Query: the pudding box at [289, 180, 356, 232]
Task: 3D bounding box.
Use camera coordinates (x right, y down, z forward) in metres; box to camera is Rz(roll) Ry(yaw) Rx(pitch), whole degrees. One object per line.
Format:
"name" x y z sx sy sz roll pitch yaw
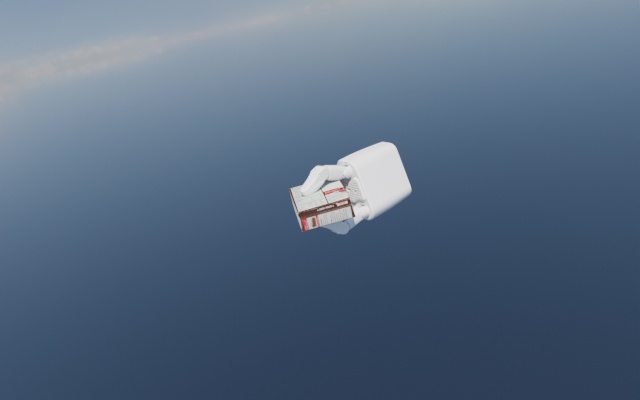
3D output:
"pudding box" 0.000 0.002 0.794 0.090 0.039 0.113 -16 23 -4
